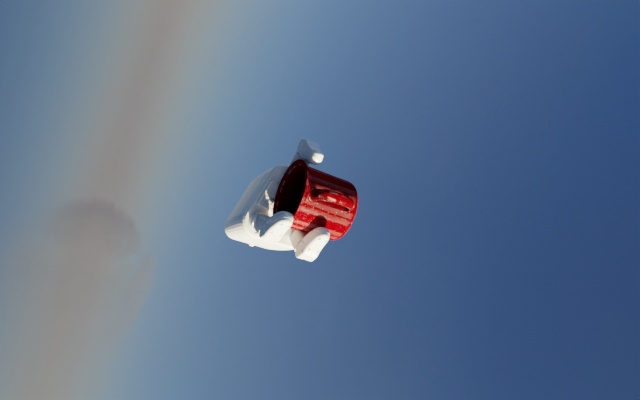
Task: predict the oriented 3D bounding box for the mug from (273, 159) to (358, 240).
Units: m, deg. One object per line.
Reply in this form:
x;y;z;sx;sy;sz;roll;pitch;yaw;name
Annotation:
0.001;0.002;0.606;0.081;0.093;0.117;19;-14;-25;mug
